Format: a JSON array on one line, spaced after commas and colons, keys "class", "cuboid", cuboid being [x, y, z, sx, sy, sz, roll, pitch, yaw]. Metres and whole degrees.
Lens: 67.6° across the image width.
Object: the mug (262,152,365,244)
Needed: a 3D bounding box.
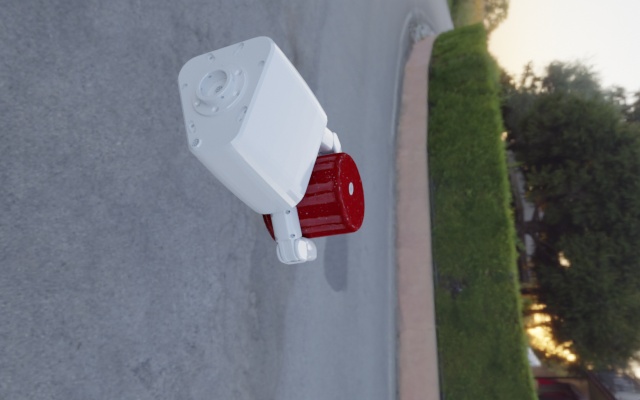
[{"class": "mug", "cuboid": [0.001, 0.002, 0.498, 0.081, 0.093, 0.117, -9, -27, 21]}]
